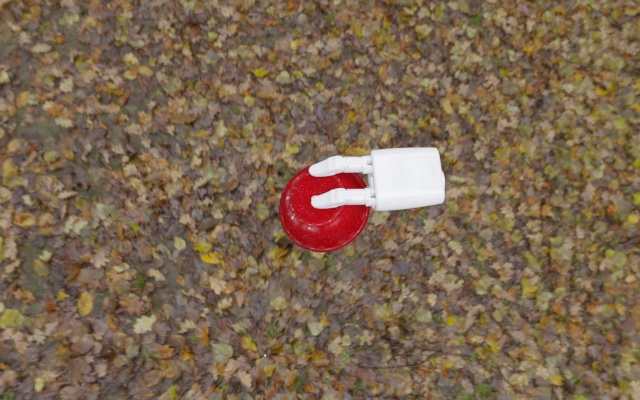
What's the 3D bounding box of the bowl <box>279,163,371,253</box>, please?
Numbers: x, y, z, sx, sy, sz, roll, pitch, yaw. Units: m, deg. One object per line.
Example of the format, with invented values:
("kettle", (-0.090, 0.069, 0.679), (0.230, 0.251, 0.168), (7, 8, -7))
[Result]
("bowl", (-0.001, 0.003, 0.794), (0.162, 0.162, 0.055), (0, -16, 14))
